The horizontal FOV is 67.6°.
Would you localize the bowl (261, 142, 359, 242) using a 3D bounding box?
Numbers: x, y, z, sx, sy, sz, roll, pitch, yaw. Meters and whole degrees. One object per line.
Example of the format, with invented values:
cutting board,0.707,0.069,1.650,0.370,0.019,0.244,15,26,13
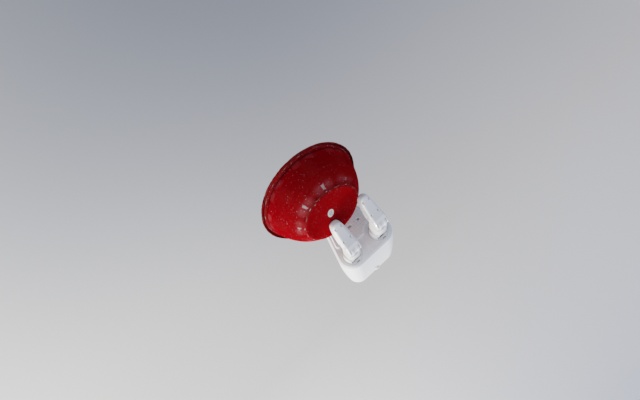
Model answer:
bowl,0.000,0.002,0.659,0.162,0.162,0.055,0,33,-46
